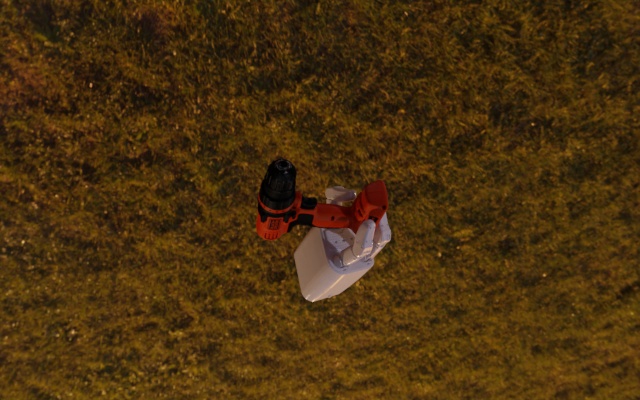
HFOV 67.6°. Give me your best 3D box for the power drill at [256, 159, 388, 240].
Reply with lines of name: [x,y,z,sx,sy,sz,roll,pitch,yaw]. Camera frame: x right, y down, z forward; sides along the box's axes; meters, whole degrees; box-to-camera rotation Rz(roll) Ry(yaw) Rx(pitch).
power drill: [0.001,0.003,0.711,0.187,0.057,0.184,3,-30,-12]
